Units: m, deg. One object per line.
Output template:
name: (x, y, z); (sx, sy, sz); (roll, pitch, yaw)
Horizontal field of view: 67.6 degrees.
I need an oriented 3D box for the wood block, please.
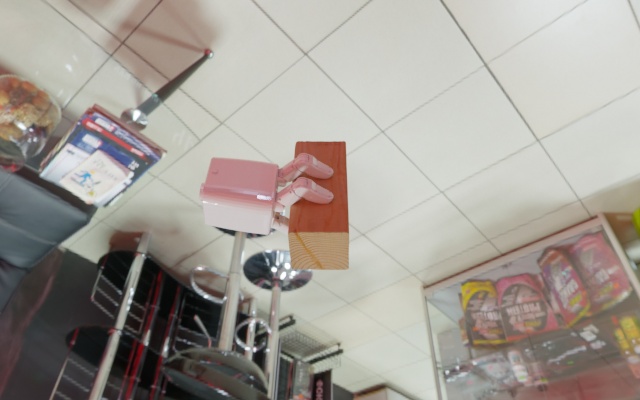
wood block: (0.000, 0.003, 0.773); (0.090, 0.206, 0.091); (0, -44, 1)
